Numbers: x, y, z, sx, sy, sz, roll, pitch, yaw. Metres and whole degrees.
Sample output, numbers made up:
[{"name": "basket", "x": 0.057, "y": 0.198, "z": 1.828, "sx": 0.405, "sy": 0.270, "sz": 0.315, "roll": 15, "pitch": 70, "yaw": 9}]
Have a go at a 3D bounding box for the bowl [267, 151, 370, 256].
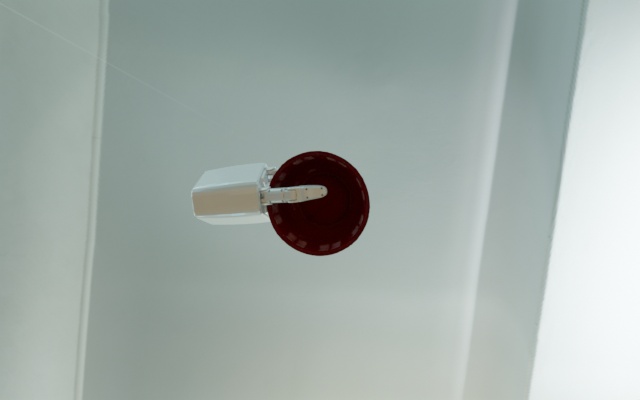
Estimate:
[{"name": "bowl", "x": 0.002, "y": 0.003, "z": 0.750, "sx": 0.162, "sy": 0.162, "sz": 0.055, "roll": 0, "pitch": 7, "yaw": 13}]
